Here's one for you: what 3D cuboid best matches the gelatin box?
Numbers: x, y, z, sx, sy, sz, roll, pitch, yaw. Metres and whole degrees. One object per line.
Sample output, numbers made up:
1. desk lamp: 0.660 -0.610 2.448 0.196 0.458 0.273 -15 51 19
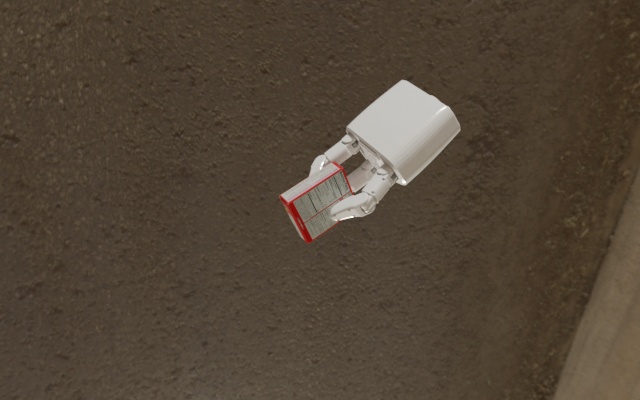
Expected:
1. gelatin box: 0.000 0.002 0.629 0.089 0.073 0.030 -34 37 -12
